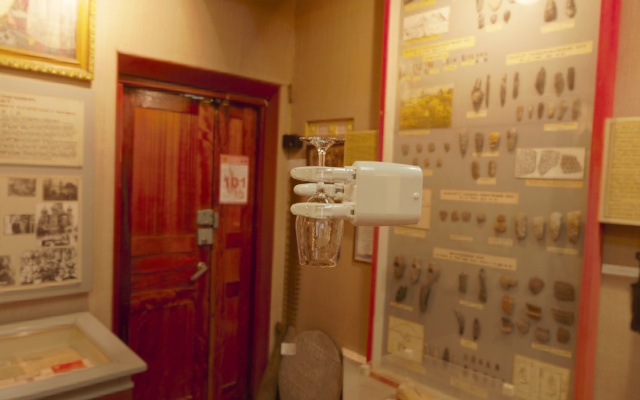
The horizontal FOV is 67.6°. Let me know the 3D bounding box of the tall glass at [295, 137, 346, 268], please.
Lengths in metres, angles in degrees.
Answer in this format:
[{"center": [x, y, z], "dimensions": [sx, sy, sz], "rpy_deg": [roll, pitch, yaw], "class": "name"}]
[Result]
[{"center": [0.000, 0.002, 0.761], "dimensions": [0.079, 0.201, 0.079], "rpy_deg": [2, 3, 0], "class": "tall glass"}]
